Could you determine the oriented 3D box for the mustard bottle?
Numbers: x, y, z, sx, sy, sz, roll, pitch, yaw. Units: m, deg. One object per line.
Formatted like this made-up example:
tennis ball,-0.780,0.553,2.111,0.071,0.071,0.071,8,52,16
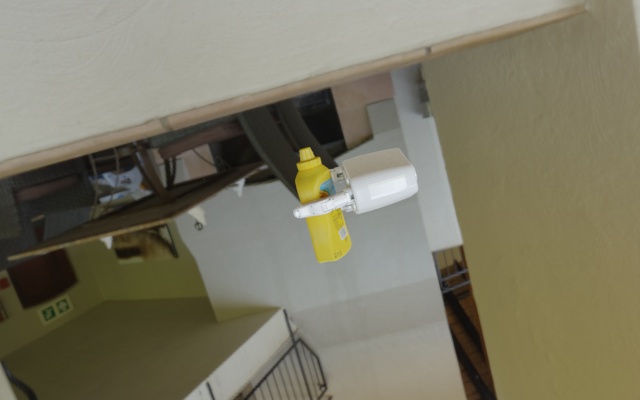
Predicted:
mustard bottle,0.000,0.003,0.819,0.058,0.192,0.096,-11,12,24
